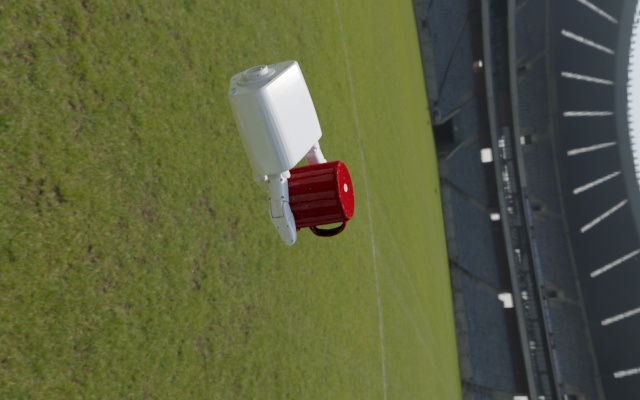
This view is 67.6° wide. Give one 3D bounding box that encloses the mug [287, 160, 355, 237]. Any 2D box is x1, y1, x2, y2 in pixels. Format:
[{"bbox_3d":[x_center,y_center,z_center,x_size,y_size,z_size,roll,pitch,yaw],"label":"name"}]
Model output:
[{"bbox_3d":[0.001,0.003,0.643,0.081,0.117,0.093,-9,32,17],"label":"mug"}]
